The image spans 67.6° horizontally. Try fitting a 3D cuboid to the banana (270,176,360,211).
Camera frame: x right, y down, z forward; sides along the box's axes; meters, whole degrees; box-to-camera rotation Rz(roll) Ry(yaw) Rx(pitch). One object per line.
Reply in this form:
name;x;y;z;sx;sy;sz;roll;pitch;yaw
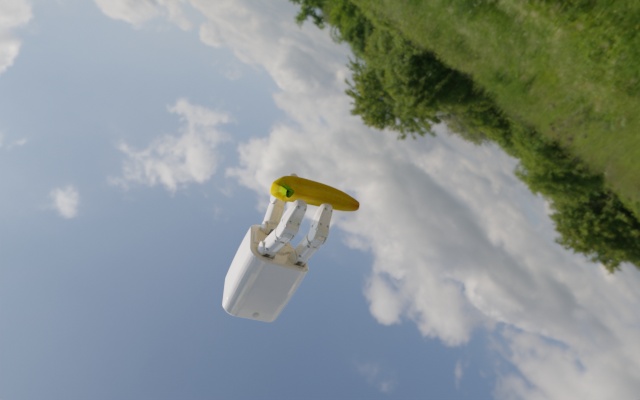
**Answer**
banana;-0.015;-0.007;0.712;0.069;0.037;0.198;36;15;31
